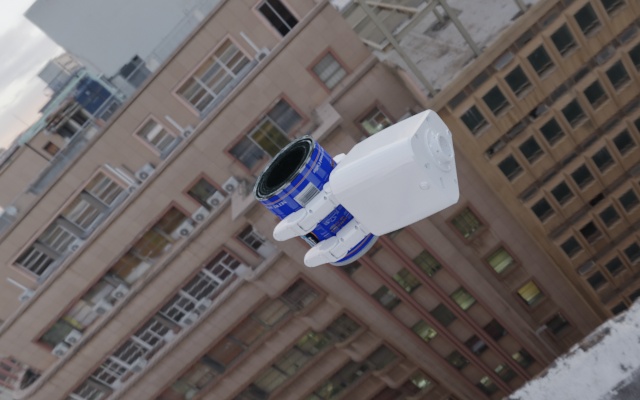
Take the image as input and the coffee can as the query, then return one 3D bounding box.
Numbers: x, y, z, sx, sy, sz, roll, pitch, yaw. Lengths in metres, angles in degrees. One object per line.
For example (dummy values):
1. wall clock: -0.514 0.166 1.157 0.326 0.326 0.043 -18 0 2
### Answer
1. coffee can: 0.000 0.002 0.609 0.140 0.102 0.103 43 -22 -25
